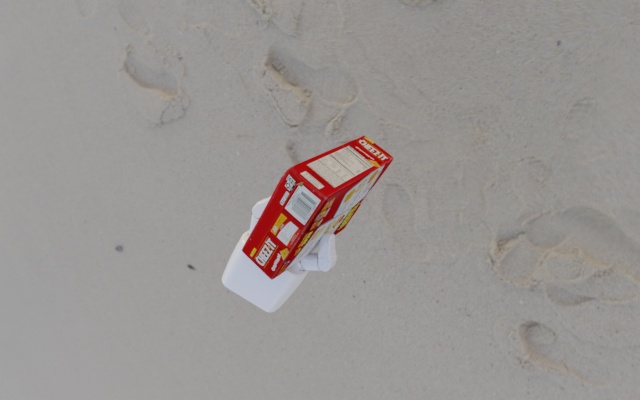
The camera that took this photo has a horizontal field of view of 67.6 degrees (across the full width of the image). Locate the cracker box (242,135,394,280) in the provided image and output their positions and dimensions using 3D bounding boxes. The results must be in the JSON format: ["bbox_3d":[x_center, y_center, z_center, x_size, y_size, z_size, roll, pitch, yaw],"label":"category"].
[{"bbox_3d":[0.000,0.002,0.703,0.072,0.164,0.213,41,34,13],"label":"cracker box"}]
